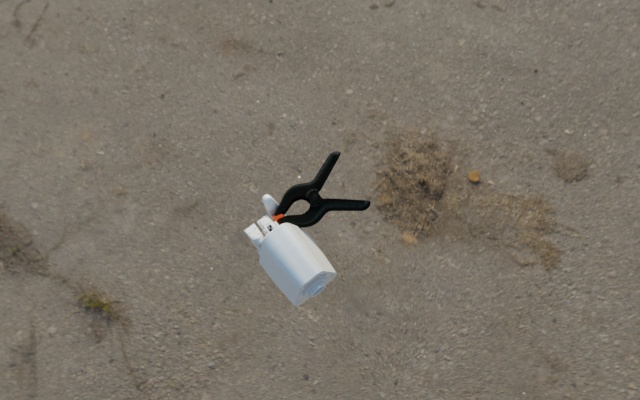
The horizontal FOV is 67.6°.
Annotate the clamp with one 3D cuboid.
[{"bbox_3d":[0.000,0.003,0.845,0.171,0.120,0.039,-38,-18,-7],"label":"clamp"}]
